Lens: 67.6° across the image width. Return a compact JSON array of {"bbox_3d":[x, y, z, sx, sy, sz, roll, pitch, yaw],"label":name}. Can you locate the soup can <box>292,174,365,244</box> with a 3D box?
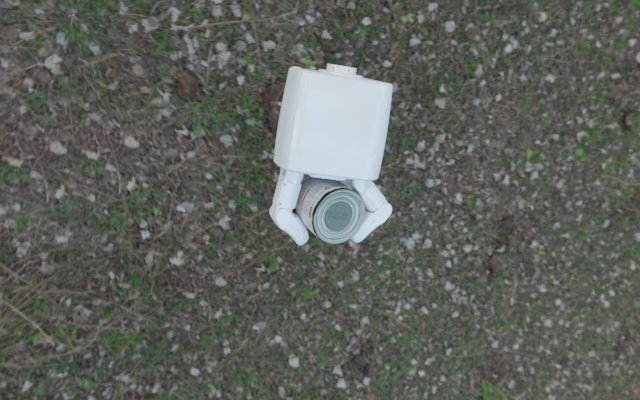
[{"bbox_3d":[0.000,0.002,0.568,0.068,0.068,0.102,0,19,-27],"label":"soup can"}]
